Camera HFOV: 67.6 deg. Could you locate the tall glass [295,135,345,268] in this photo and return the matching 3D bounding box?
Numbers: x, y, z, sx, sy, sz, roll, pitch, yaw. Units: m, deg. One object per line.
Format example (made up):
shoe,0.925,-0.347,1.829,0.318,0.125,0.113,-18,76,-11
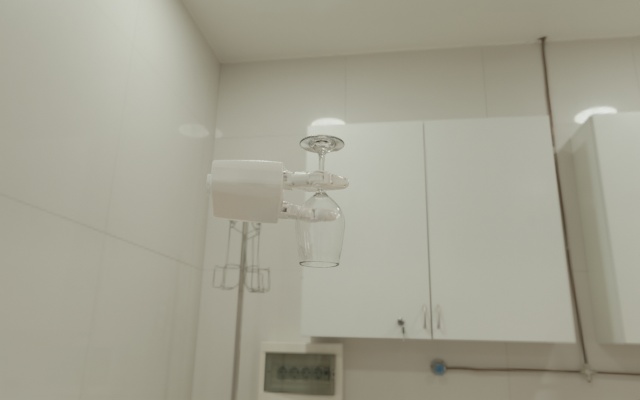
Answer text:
tall glass,0.000,0.002,0.757,0.079,0.201,0.079,1,-16,0
